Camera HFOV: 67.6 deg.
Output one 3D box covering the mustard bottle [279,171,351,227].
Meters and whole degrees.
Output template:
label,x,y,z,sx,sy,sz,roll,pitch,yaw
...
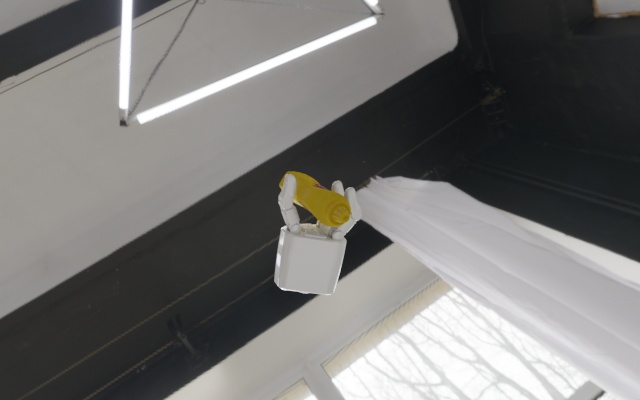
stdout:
label,x,y,z,sx,sy,sz,roll,pitch,yaw
mustard bottle,0.000,0.002,0.837,0.096,0.058,0.191,33,1,-29
